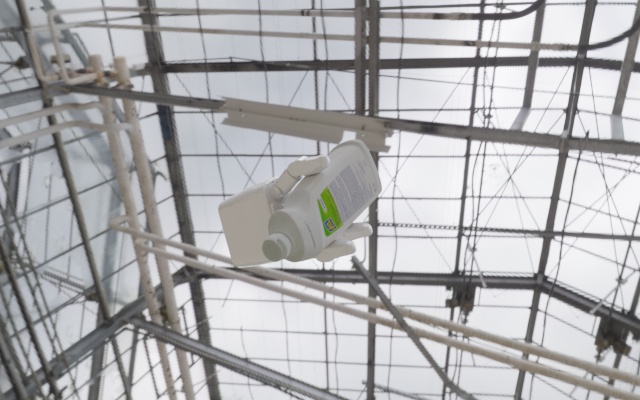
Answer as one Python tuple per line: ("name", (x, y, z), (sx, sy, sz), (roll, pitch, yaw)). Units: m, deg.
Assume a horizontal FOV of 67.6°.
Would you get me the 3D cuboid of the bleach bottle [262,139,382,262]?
("bleach bottle", (0.000, 0.002, 0.642), (0.068, 0.102, 0.250), (-18, 13, 36))
